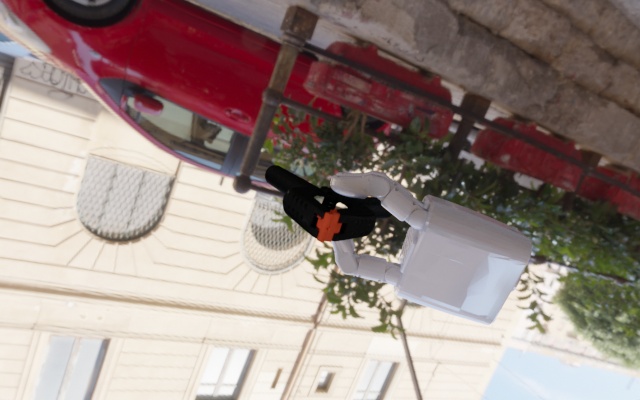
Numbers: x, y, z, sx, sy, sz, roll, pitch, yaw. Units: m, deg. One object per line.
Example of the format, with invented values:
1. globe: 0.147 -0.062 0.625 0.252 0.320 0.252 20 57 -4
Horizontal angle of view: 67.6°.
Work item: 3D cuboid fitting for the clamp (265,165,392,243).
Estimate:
1. clamp: 0.000 0.003 0.509 0.164 0.036 0.210 17 11 5
